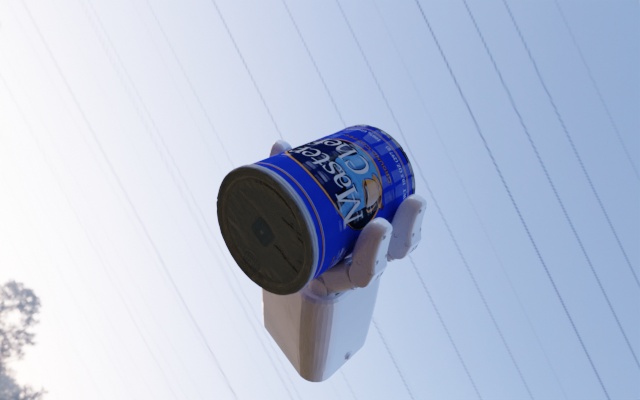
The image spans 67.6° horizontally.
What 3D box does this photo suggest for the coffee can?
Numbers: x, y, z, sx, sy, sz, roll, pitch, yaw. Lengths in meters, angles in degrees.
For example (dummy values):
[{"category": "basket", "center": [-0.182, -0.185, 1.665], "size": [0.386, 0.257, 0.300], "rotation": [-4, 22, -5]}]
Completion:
[{"category": "coffee can", "center": [0.000, 0.001, 0.401], "size": [0.103, 0.103, 0.140], "rotation": [0, 19, 43]}]
